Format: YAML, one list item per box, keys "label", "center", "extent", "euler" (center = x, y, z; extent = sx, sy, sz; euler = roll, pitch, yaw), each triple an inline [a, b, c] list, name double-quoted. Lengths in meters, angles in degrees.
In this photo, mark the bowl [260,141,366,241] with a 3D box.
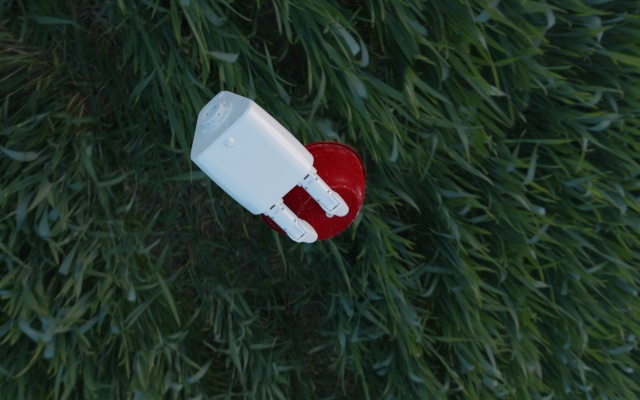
- label: "bowl"
  center: [0.001, 0.003, 0.650]
  extent: [0.162, 0.162, 0.055]
  euler: [0, 37, -29]
